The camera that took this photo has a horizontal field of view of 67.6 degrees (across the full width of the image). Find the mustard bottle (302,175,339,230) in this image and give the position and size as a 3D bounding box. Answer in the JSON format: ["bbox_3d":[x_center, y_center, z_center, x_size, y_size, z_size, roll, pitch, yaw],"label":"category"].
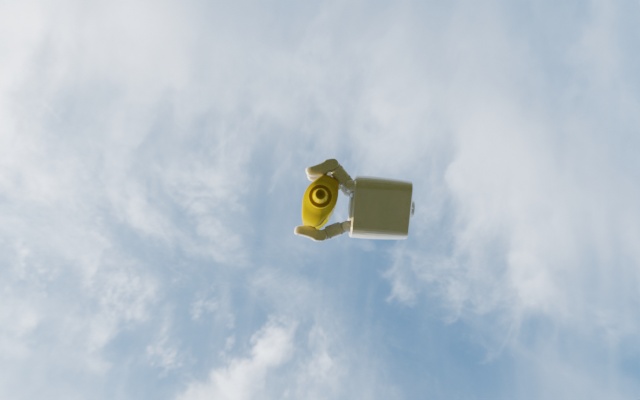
[{"bbox_3d":[0.000,0.003,0.876,0.058,0.096,0.191,28,-7,3],"label":"mustard bottle"}]
